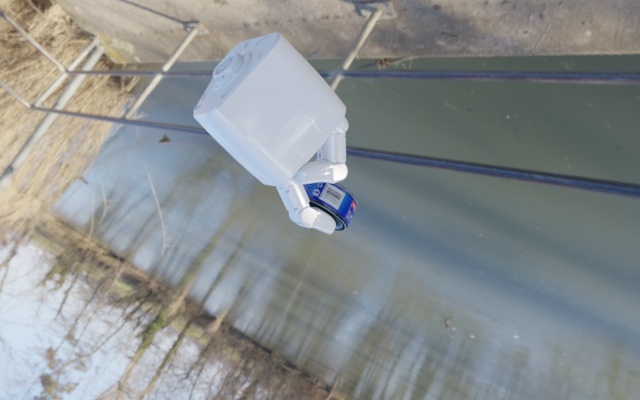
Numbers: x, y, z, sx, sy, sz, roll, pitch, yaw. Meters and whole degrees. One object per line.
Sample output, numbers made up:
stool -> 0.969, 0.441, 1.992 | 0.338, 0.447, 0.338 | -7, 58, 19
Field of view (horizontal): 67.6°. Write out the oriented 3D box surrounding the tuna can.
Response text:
tuna can -> 0.000, 0.002, 0.573 | 0.086, 0.033, 0.086 | 25, -18, 8
